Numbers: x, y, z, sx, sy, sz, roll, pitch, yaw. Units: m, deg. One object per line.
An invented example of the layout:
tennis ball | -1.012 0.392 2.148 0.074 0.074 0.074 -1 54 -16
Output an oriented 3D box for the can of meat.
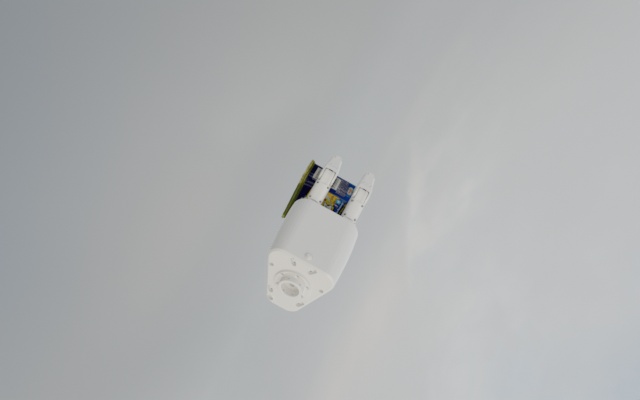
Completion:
can of meat | 0.000 0.003 0.723 0.084 0.102 0.057 29 37 0
